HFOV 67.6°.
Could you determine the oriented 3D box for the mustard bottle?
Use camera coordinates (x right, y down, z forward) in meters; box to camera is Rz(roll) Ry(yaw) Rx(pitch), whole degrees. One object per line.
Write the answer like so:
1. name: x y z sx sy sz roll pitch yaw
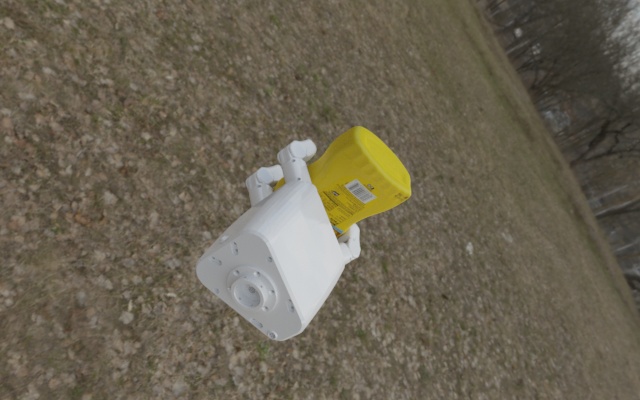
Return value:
1. mustard bottle: 0.000 0.001 0.542 0.192 0.058 0.096 -32 -57 31
